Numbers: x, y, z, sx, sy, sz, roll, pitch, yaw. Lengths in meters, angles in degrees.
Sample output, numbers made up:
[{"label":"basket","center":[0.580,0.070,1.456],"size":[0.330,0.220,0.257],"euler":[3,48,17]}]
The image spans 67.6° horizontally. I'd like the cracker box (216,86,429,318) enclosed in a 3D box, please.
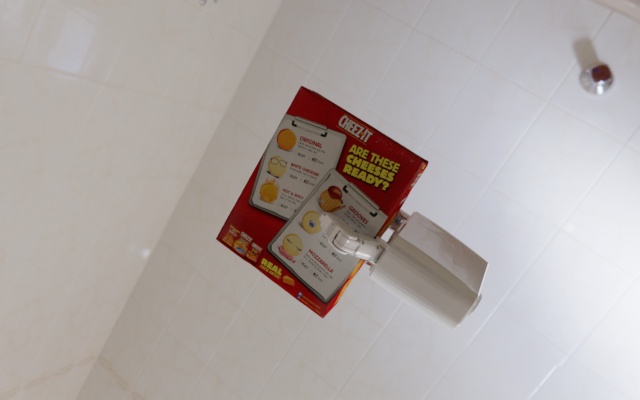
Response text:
[{"label":"cracker box","center":[0.000,0.002,0.566],"size":[0.164,0.214,0.072],"euler":[34,14,12]}]
